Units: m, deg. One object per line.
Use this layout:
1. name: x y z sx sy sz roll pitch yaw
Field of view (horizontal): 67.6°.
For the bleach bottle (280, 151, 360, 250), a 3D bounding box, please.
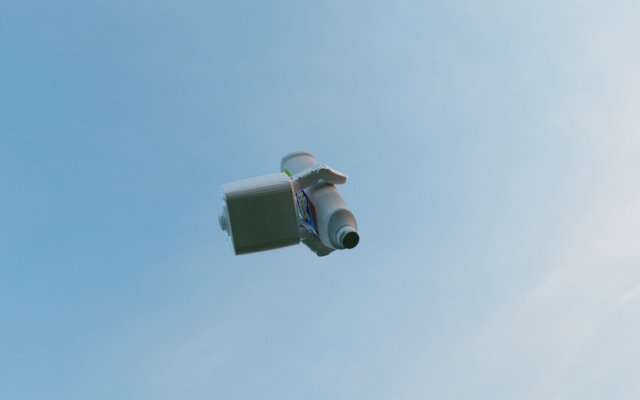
1. bleach bottle: 0.000 0.003 0.791 0.068 0.103 0.250 -12 26 -17
